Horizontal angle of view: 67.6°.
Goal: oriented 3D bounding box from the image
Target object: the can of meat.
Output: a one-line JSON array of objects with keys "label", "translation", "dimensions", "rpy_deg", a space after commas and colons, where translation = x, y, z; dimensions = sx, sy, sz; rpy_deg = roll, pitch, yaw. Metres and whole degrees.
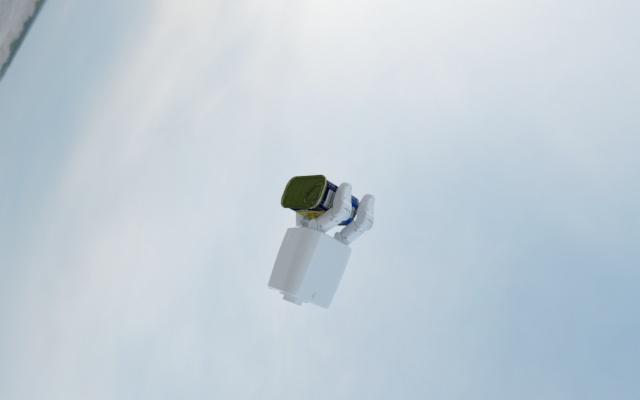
[{"label": "can of meat", "translation": [0.000, 0.003, 0.775], "dimensions": [0.084, 0.057, 0.102], "rpy_deg": [30, -19, -35]}]
